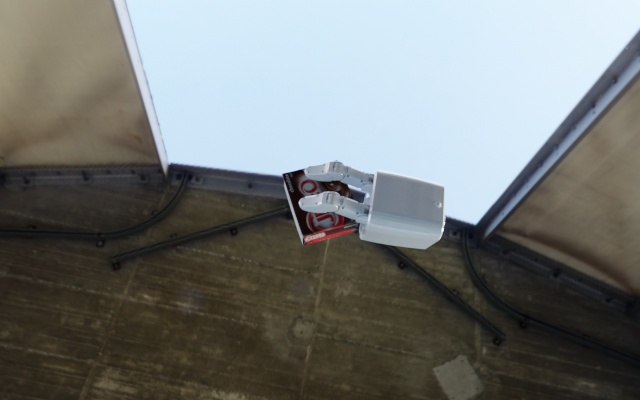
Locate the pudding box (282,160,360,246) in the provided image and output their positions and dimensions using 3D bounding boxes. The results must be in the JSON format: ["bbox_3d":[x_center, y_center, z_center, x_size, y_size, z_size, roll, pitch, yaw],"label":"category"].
[{"bbox_3d":[0.000,0.002,0.711,0.090,0.113,0.039,-14,-30,-12],"label":"pudding box"}]
